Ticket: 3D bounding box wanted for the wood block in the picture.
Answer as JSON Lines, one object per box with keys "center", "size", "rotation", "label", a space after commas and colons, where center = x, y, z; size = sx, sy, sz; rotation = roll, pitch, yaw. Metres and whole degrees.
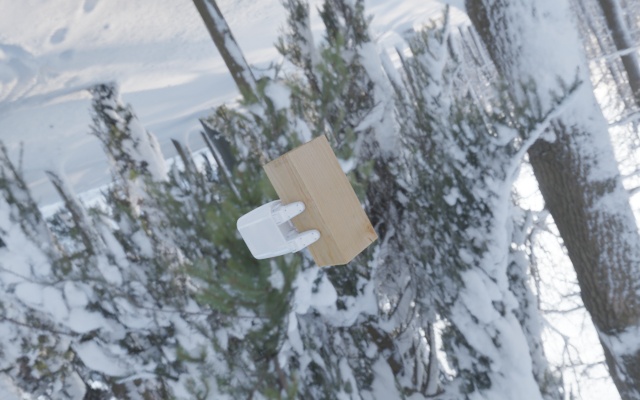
{"center": [0.000, 0.003, 0.836], "size": [0.090, 0.206, 0.090], "rotation": [-35, 10, -36], "label": "wood block"}
